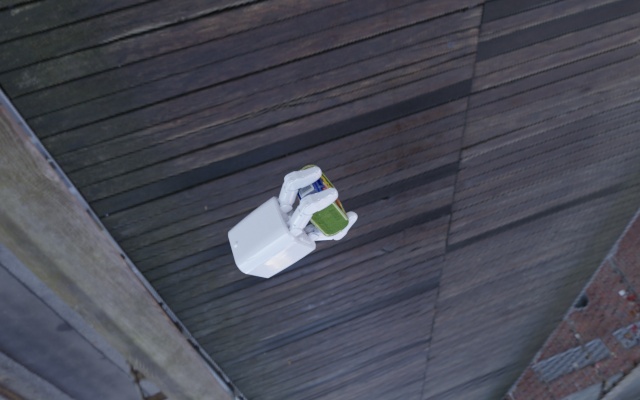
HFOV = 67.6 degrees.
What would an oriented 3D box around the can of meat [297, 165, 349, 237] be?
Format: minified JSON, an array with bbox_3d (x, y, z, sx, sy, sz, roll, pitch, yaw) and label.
[{"bbox_3d":[0.000,0.003,0.813,0.057,0.084,0.102,-32,-41,8],"label":"can of meat"}]
